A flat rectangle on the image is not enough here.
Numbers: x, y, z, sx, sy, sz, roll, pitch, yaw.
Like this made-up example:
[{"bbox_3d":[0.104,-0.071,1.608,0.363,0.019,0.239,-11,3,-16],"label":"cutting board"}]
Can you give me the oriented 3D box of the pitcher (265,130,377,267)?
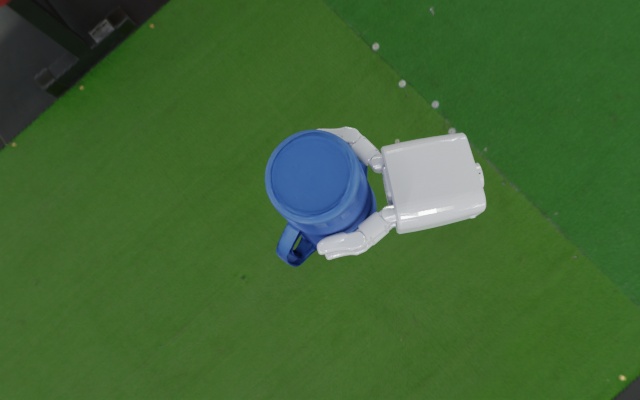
[{"bbox_3d":[0.000,0.002,0.633,0.145,0.149,0.243,-10,-11,6],"label":"pitcher"}]
